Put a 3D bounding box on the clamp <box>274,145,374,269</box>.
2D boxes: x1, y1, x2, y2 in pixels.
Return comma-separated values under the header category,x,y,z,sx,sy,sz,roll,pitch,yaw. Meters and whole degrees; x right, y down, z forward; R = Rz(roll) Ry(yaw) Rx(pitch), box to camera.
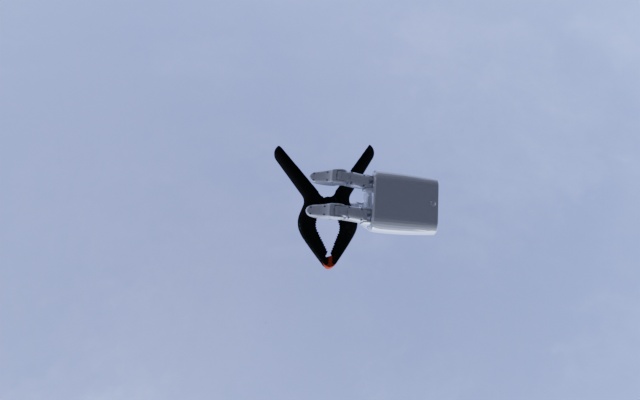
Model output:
category,x,y,z,sx,sy,sz,roll,pitch,yaw
clamp,0.000,0.003,0.767,0.164,0.210,0.036,5,-15,-2
